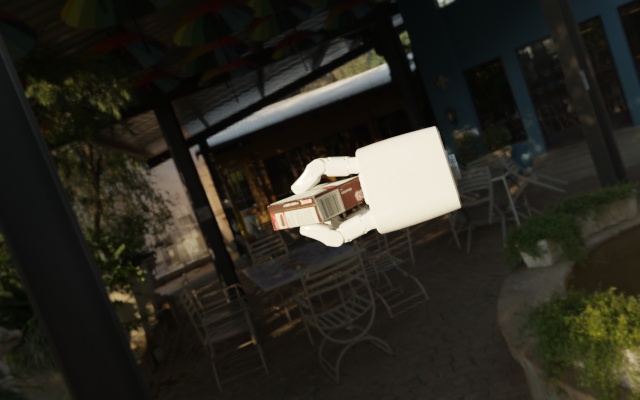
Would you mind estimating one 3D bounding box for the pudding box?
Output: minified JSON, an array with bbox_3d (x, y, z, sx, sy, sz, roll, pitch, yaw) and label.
[{"bbox_3d":[0.000,0.002,0.639,0.090,0.039,0.113,-13,6,43],"label":"pudding box"}]
